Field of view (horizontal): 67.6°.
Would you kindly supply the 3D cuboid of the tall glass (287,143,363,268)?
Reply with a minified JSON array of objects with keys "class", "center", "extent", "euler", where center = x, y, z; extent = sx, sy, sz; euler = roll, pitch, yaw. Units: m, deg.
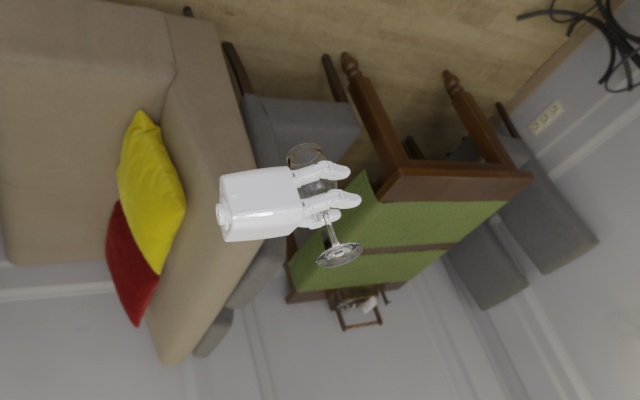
[{"class":"tall glass","center":[0.000,0.003,0.773],"extent":[0.079,0.201,0.079],"euler":[-15,-29,-8]}]
